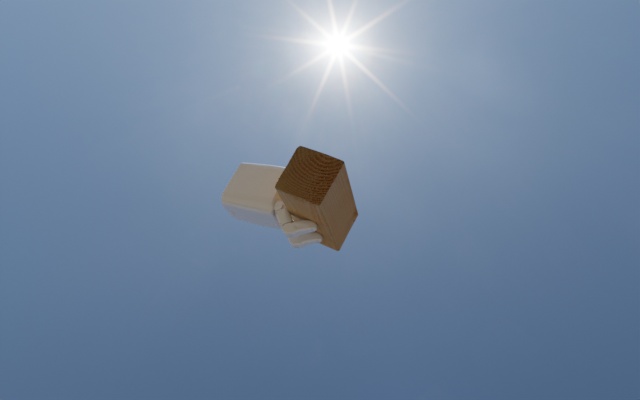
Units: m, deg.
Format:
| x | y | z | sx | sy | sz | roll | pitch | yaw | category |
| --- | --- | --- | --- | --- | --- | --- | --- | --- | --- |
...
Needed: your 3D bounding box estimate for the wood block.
| x | y | z | sx | sy | sz | roll | pitch | yaw | category |
| --- | --- | --- | --- | --- | --- | --- | --- | --- | --- |
| 0.000 | 0.003 | 0.866 | 0.090 | 0.090 | 0.206 | 21 | -20 | 20 | wood block |
